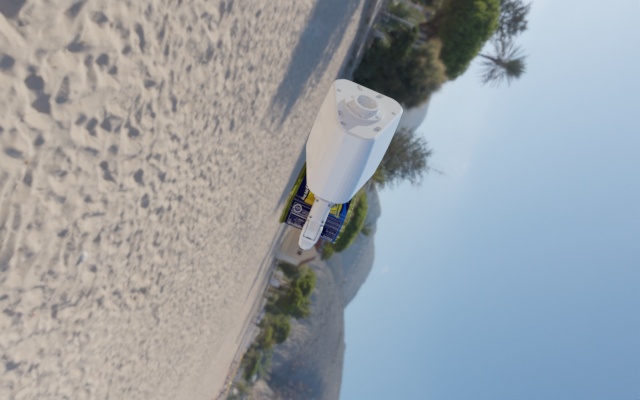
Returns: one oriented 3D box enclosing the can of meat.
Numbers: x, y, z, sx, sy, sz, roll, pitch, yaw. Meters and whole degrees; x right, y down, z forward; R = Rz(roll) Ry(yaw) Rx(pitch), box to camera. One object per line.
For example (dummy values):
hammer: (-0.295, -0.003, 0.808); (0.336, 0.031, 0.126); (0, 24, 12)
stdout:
can of meat: (0.000, 0.002, 0.653); (0.084, 0.057, 0.102); (23, 42, -1)
